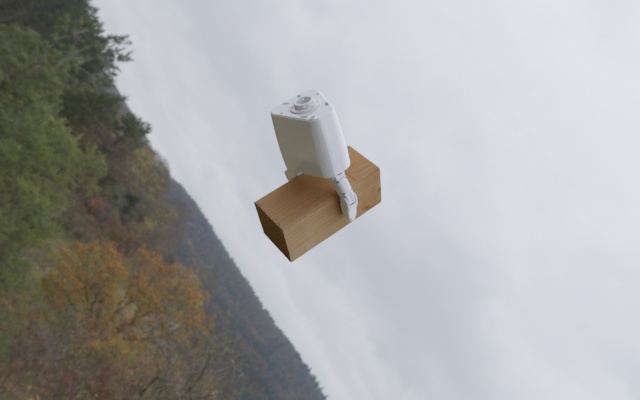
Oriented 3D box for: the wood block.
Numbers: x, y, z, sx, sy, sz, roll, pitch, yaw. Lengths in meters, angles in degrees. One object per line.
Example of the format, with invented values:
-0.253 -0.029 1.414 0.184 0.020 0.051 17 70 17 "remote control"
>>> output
0.000 0.003 0.840 0.206 0.090 0.090 -32 51 -20 "wood block"
